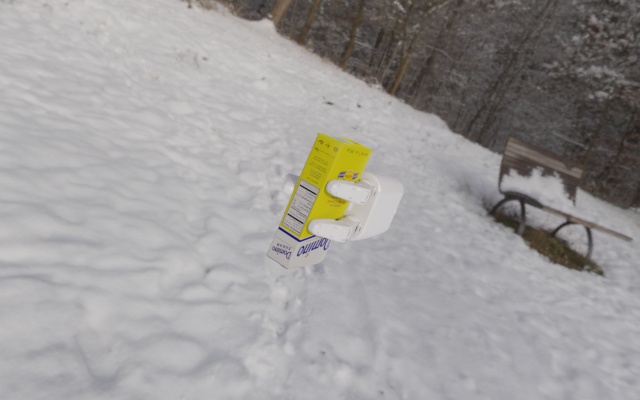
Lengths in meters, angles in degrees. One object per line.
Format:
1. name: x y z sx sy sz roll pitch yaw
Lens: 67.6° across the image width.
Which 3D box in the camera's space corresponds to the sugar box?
1. sugar box: 0.001 0.002 0.630 0.048 0.176 0.093 27 13 28
